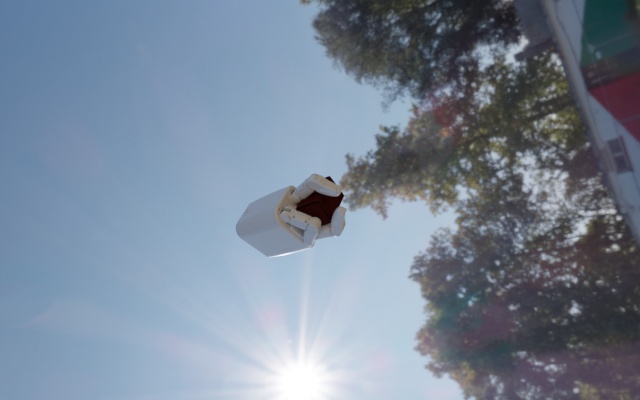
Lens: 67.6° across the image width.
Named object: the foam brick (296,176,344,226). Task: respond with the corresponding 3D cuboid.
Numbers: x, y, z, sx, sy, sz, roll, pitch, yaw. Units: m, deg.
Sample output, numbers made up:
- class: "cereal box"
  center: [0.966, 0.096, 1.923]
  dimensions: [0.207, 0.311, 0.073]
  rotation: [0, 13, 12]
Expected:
- class: "foam brick"
  center: [0.000, 0.003, 0.864]
  dimensions: [0.051, 0.053, 0.078]
  rotation: [-19, 28, 34]
